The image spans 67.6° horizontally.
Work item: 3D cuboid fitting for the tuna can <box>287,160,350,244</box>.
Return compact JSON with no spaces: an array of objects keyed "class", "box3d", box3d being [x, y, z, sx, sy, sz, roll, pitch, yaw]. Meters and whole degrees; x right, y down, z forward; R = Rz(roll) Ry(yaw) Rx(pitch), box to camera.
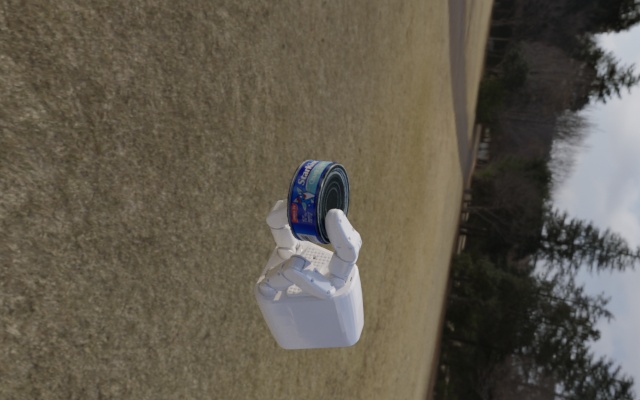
[{"class":"tuna can","box3d":[0.001,0.002,0.493,0.034,0.086,0.086,7,3,24]}]
